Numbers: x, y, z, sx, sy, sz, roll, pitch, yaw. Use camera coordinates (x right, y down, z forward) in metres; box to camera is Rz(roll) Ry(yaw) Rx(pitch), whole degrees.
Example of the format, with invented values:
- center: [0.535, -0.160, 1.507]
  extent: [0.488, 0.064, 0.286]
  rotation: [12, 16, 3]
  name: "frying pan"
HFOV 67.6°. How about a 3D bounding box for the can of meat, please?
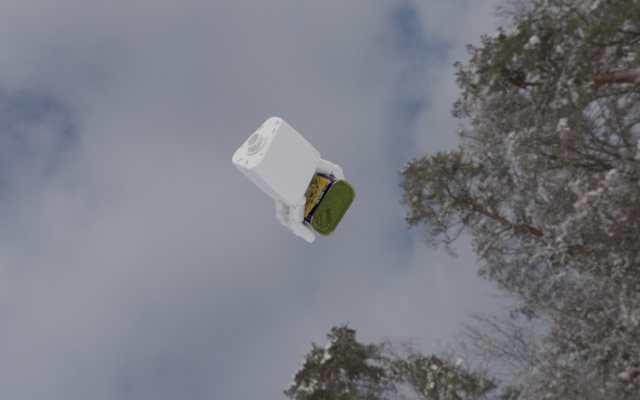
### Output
- center: [0.000, 0.003, 0.859]
  extent: [0.057, 0.102, 0.084]
  rotation: [38, -8, -37]
  name: "can of meat"
